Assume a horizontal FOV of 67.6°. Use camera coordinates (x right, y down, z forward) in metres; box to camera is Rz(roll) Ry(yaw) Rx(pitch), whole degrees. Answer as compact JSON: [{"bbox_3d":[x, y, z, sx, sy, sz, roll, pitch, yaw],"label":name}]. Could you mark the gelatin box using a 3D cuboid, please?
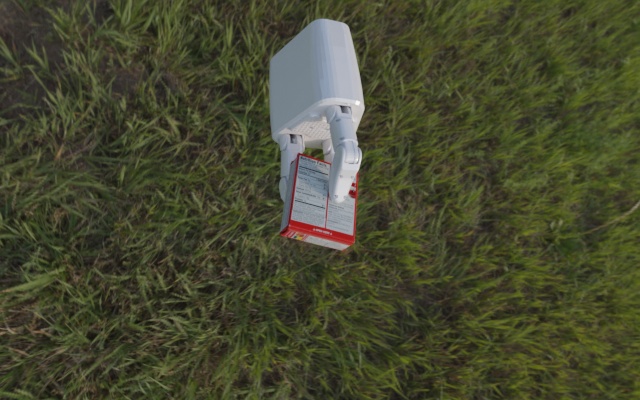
[{"bbox_3d":[0.000,0.002,0.504,0.073,0.089,0.030,16,-30,-19],"label":"gelatin box"}]
